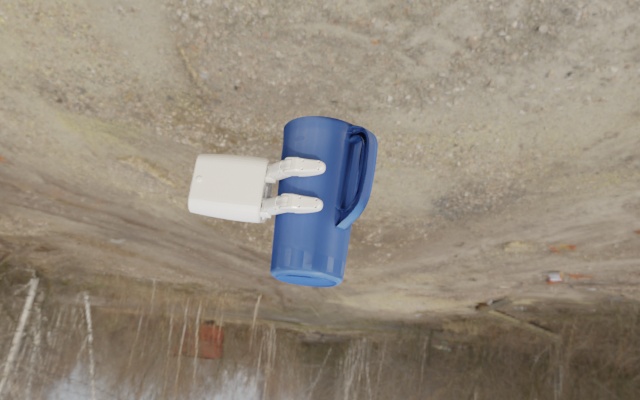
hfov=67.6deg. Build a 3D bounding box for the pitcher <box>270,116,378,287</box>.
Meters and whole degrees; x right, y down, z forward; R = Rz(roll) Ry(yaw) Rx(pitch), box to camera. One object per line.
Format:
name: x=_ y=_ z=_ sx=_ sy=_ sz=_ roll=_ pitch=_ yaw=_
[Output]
pitcher: x=0.000 y=0.002 z=0.723 sx=0.145 sy=0.242 sz=0.149 roll=7 pitch=-17 yaw=0
